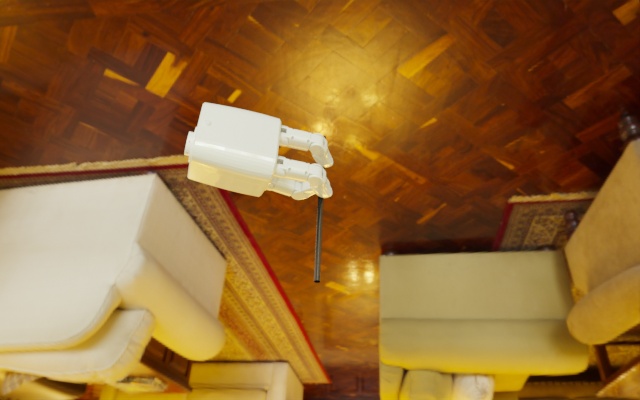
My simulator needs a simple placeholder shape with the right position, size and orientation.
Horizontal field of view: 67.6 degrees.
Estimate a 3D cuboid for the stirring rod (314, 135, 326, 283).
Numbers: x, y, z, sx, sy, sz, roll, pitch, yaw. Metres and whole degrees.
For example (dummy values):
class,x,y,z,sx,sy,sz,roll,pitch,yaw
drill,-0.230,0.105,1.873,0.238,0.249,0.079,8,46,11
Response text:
class,x,y,z,sx,sy,sz,roll,pitch,yaw
stirring rod,0.000,0.002,0.664,0.011,0.239,0.011,2,-34,1
